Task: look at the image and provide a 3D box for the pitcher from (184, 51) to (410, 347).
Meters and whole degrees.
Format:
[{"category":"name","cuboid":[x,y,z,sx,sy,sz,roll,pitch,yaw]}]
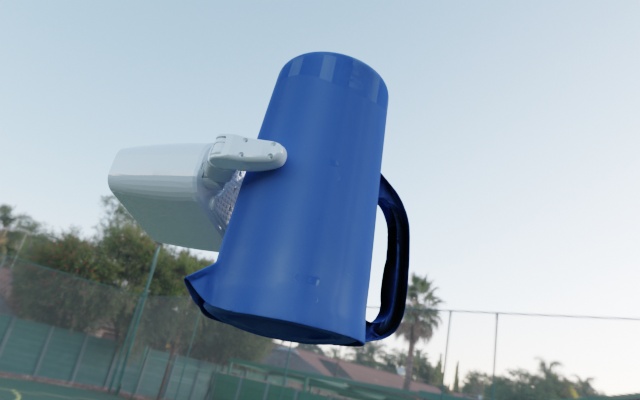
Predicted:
[{"category":"pitcher","cuboid":[0.000,0.001,0.420,0.145,0.242,0.149,2,-23,24]}]
